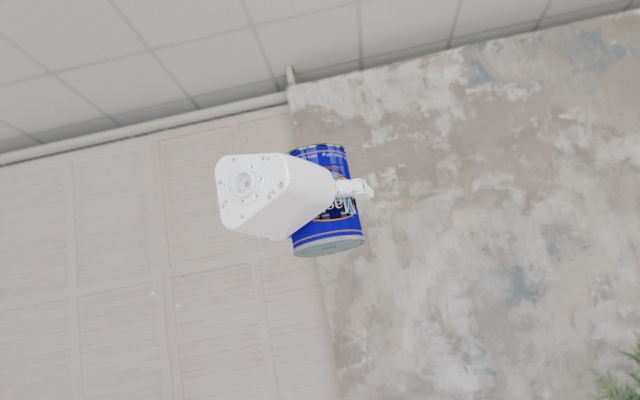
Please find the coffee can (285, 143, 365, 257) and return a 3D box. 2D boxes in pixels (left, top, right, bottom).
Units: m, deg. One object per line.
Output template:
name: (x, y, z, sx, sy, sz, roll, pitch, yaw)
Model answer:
coffee can: (0.000, 0.002, 0.689, 0.103, 0.140, 0.103, -10, -15, -3)
